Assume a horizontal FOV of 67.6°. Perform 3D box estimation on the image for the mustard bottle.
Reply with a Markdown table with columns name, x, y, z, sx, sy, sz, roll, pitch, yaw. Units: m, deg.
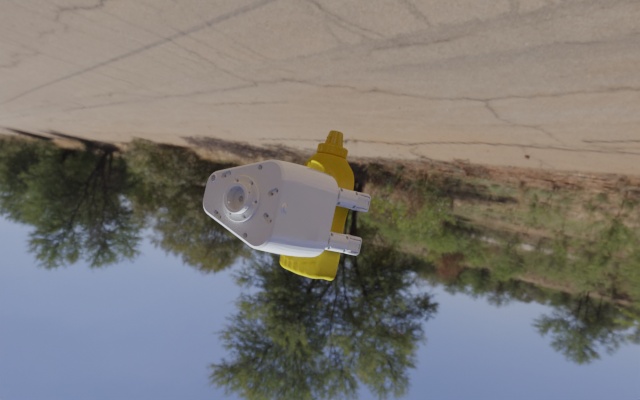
| name | x | y | z | sx | sy | sz | roll | pitch | yaw |
| --- | --- | --- | --- | --- | --- | --- | --- | --- | --- |
| mustard bottle | 0.000 | 0.002 | 0.631 | 0.058 | 0.191 | 0.096 | 13 | -2 | -32 |
